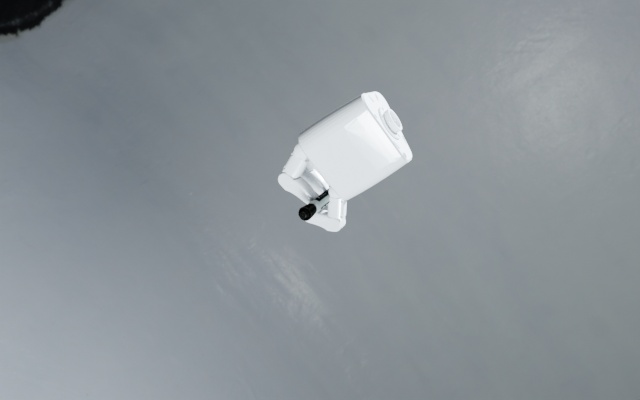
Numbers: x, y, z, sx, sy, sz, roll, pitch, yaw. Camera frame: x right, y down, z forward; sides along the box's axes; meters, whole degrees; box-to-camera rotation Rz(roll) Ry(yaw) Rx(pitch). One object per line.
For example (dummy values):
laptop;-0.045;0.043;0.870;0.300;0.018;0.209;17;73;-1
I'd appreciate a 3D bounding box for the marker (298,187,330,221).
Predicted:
marker;0.000;0.002;0.657;0.020;0.020;0.121;0;16;22
